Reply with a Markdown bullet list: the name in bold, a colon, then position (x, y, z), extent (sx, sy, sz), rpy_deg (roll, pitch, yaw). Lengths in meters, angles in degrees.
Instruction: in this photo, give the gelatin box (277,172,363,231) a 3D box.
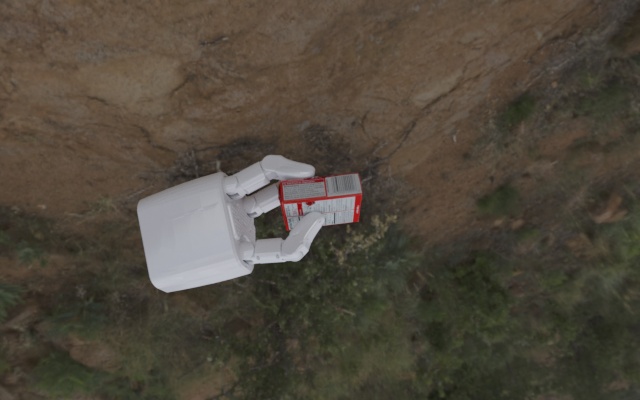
- **gelatin box**: position (0.000, 0.002, 0.535), extent (0.089, 0.030, 0.073), rpy_deg (-6, -26, -2)
